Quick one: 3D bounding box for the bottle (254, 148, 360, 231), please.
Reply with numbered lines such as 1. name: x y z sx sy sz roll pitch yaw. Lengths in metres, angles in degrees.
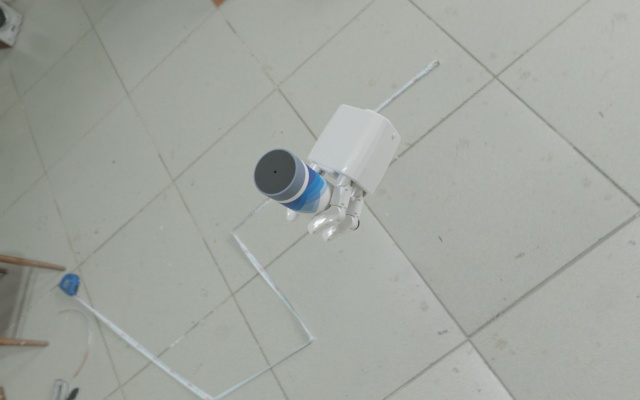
1. bottle: 0.000 0.002 0.754 0.069 0.069 0.296 0 -16 25
